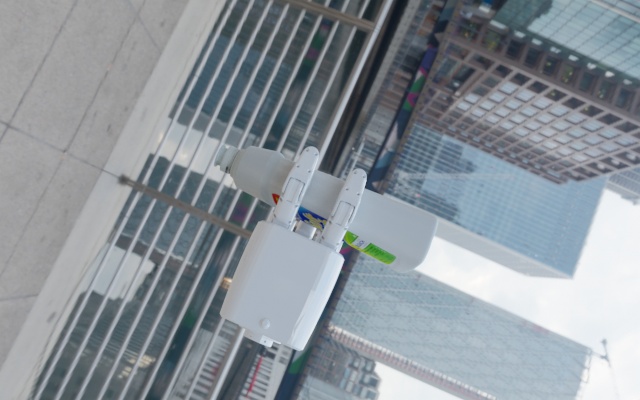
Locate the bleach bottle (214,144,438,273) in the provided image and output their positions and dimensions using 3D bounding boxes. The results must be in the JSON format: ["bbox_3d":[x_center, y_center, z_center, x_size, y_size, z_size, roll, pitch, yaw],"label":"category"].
[{"bbox_3d":[0.000,0.002,0.546,0.251,0.068,0.102,24,-14,0],"label":"bleach bottle"}]
